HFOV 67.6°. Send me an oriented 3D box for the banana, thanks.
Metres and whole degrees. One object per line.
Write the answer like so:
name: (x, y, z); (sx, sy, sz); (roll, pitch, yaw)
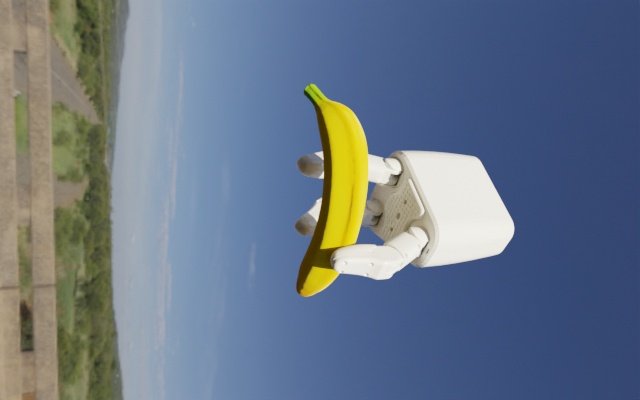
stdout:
banana: (0.010, 0.003, 0.415); (0.037, 0.198, 0.069); (-5, 18, -31)
